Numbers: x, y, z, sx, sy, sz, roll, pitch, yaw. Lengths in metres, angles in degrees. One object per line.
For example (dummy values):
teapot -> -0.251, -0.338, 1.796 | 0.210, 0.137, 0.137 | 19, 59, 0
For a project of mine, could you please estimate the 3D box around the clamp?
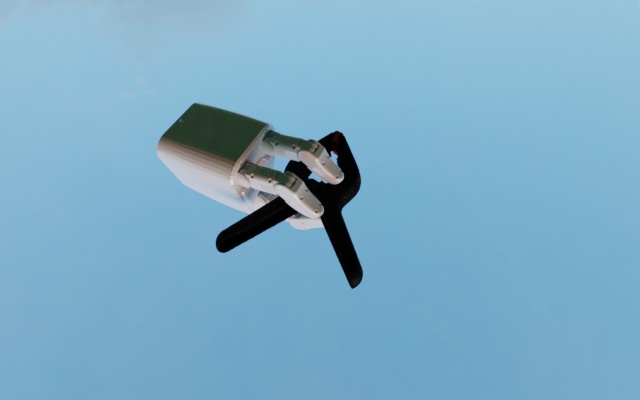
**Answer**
clamp -> 0.000, 0.002, 0.555 | 0.164, 0.210, 0.036 | 20, -35, 16
